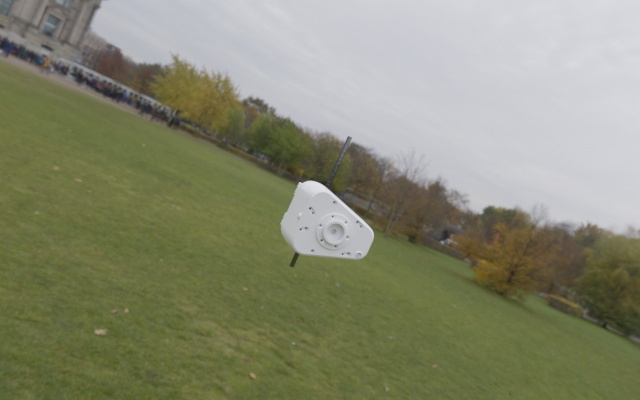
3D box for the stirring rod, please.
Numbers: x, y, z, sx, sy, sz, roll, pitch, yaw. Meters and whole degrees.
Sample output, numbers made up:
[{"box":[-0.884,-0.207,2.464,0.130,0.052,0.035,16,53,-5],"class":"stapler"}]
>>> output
[{"box":[0.000,0.003,0.807,0.011,0.239,0.011,24,2,-1],"class":"stirring rod"}]
